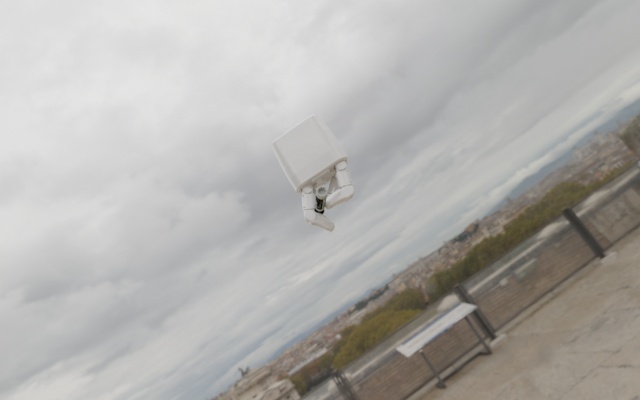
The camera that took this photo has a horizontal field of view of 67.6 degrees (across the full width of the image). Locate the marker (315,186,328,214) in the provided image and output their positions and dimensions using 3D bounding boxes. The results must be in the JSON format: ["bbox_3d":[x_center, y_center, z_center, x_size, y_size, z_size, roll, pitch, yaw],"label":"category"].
[{"bbox_3d":[0.000,0.003,0.830,0.020,0.020,0.121,0,-17,-2],"label":"marker"}]
